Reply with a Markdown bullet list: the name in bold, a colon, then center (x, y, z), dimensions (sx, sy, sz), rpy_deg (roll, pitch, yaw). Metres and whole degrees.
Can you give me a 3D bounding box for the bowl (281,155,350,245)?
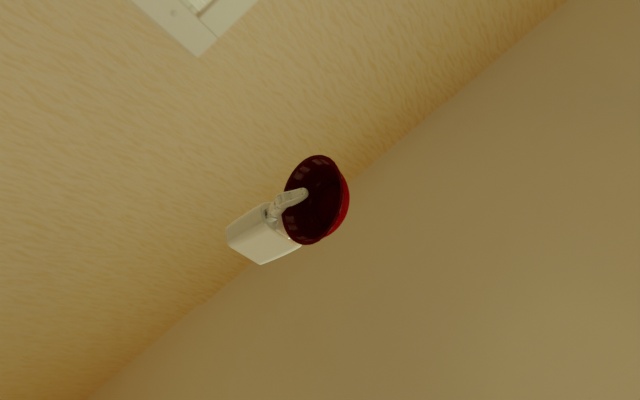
- **bowl**: center (0.001, 0.003, 0.851), dimensions (0.055, 0.162, 0.162), rpy_deg (14, -10, -41)
